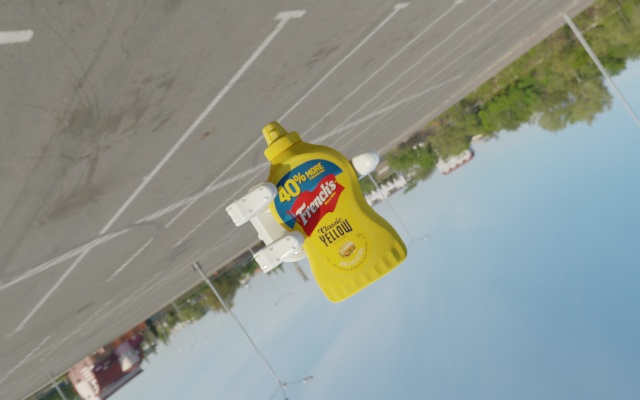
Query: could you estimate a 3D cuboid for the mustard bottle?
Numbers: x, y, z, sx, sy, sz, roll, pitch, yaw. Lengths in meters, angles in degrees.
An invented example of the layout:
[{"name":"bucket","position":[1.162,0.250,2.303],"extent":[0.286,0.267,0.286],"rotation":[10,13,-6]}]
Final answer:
[{"name":"mustard bottle","position":[0.000,0.002,0.493],"extent":[0.096,0.191,0.058],"rotation":[-34,-1,11]}]
